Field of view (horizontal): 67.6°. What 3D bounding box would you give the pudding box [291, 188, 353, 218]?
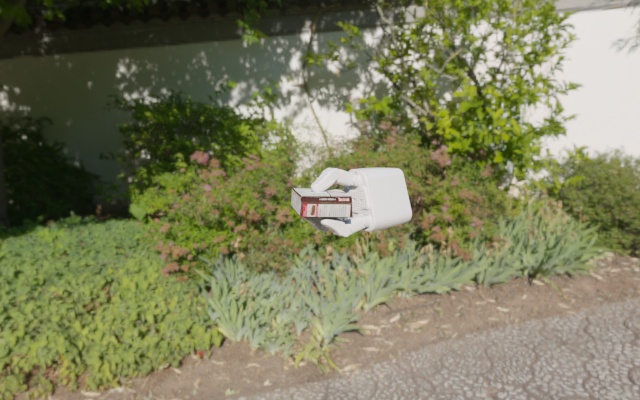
[{"bbox_3d":[0.000,0.003,0.823,0.090,0.039,0.113,0,7,-10],"label":"pudding box"}]
